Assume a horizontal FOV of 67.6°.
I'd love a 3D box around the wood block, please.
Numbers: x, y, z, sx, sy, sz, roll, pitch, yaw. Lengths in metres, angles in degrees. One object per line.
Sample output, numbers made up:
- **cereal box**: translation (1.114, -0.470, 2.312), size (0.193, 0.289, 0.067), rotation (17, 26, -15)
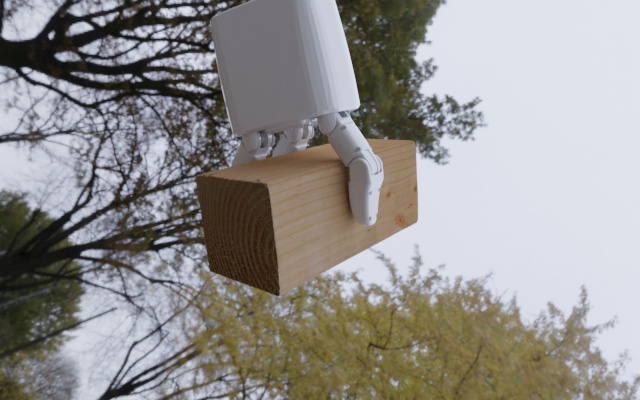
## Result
- **wood block**: translation (0.000, 0.001, 0.449), size (0.091, 0.090, 0.206), rotation (9, 20, 41)
